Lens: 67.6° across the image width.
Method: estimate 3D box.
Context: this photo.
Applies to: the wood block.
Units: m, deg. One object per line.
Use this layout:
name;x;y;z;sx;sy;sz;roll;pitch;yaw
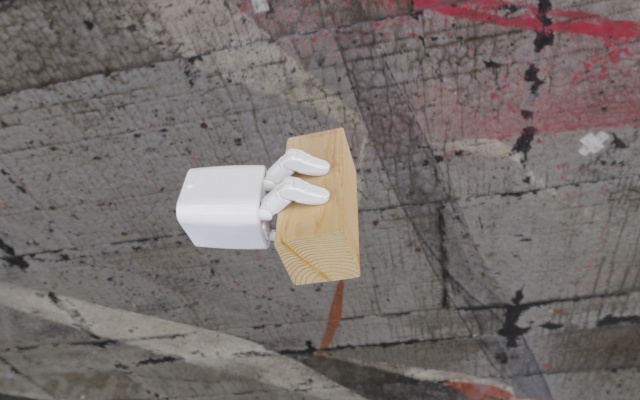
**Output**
wood block;0.000;0.003;0.658;0.090;0.206;0.091;-10;-47;11
